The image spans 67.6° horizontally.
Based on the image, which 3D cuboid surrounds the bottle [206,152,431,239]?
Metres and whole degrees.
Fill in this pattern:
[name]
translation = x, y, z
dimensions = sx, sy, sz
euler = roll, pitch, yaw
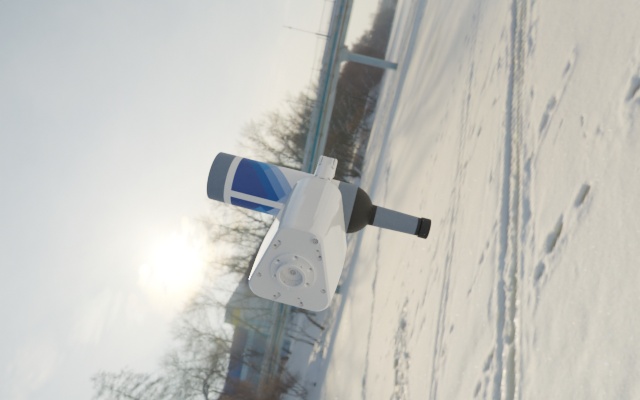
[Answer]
[bottle]
translation = 0.000, 0.002, 0.638
dimensions = 0.296, 0.069, 0.069
euler = 14, 1, 4
